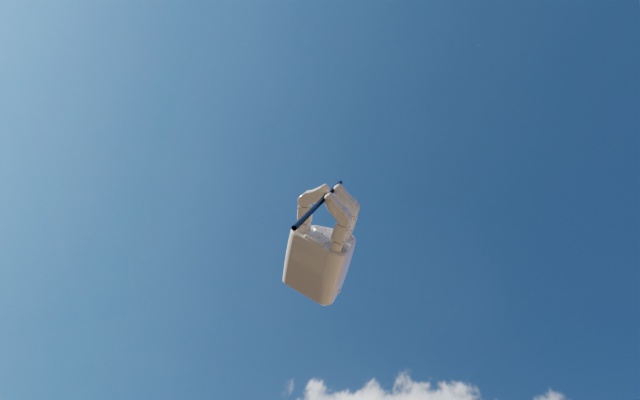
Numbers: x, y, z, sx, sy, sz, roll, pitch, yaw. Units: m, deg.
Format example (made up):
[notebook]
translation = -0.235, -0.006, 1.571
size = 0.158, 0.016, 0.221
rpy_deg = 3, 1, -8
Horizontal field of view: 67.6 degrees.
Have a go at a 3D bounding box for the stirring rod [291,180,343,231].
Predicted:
[stirring rod]
translation = 0.000, 0.003, 0.761
size = 0.011, 0.011, 0.239
rpy_deg = 0, 17, 18
